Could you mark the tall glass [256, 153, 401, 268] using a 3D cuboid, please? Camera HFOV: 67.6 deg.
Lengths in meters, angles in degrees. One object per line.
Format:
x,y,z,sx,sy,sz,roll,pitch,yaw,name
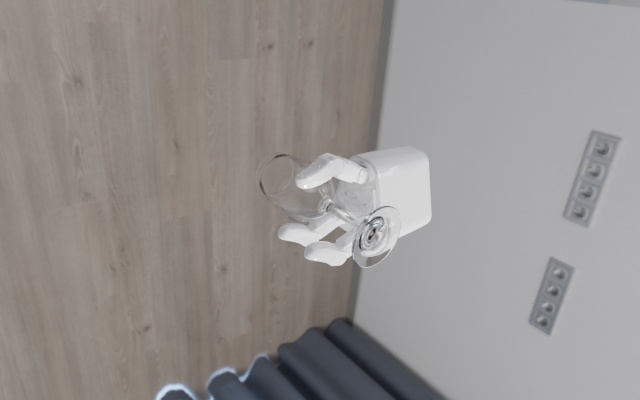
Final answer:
0.000,0.002,0.583,0.079,0.079,0.201,0,23,-43,tall glass
